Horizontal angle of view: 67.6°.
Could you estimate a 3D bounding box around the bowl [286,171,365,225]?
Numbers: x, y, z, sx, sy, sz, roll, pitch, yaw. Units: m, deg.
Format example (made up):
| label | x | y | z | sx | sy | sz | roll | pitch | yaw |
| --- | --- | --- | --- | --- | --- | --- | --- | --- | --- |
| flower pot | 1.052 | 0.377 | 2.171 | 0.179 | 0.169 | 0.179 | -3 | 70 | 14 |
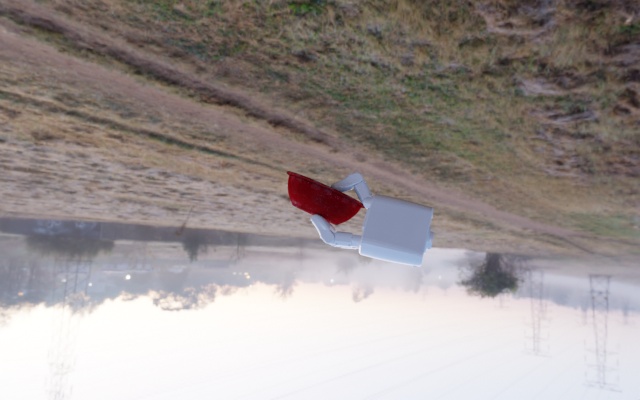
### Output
| label | x | y | z | sx | sy | sz | roll | pitch | yaw |
| --- | --- | --- | --- | --- | --- | --- | --- | --- | --- |
| bowl | -0.001 | 0.003 | 0.886 | 0.162 | 0.055 | 0.162 | 24 | -3 | 1 |
